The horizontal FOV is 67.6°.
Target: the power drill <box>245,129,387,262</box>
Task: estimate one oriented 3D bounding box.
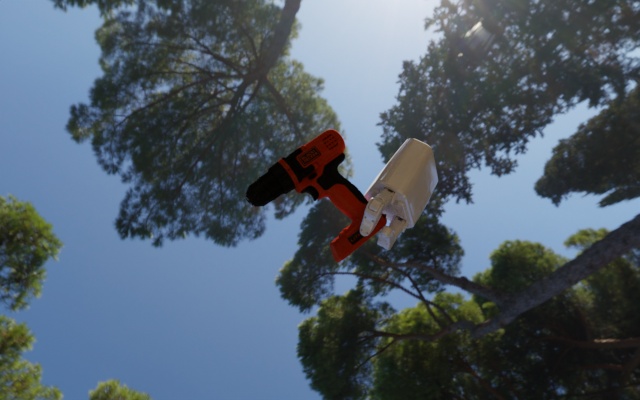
[{"bbox_3d":[0.001,0.003,0.760,0.184,0.187,0.057,-36,-3,-9],"label":"power drill"}]
